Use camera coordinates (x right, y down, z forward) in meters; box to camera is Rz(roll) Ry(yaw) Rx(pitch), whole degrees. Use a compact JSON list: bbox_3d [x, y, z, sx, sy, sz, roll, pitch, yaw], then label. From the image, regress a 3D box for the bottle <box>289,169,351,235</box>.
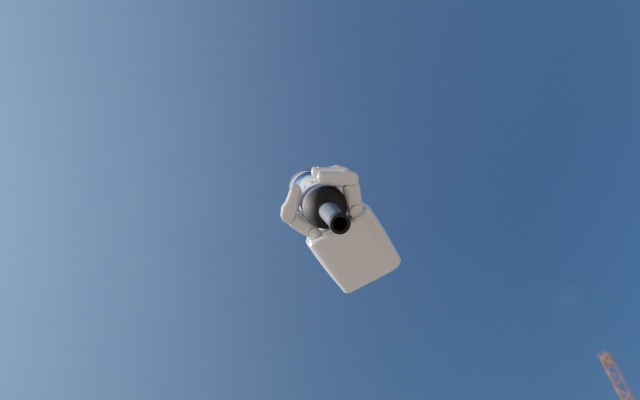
[{"bbox_3d":[0.000,0.002,0.745,0.069,0.069,0.295,0,11,-10],"label":"bottle"}]
